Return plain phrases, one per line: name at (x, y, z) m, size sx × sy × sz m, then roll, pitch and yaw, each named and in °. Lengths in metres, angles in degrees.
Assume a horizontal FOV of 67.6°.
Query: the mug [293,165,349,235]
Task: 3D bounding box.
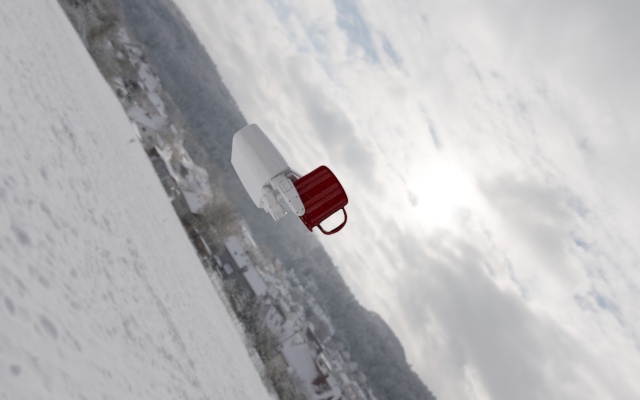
mug at (0.001, 0.004, 0.803) m, size 0.081 × 0.117 × 0.093 m, roll -33°, pitch -14°, yaw -8°
